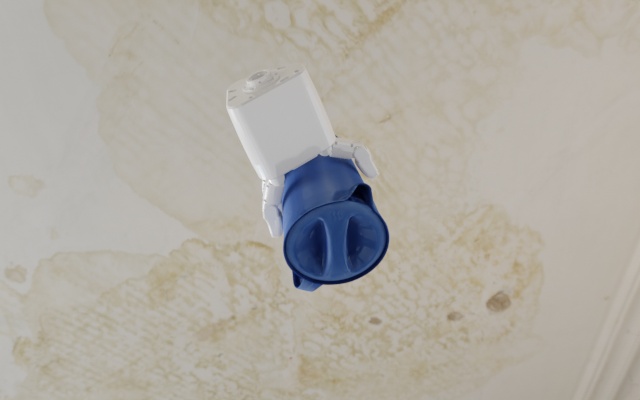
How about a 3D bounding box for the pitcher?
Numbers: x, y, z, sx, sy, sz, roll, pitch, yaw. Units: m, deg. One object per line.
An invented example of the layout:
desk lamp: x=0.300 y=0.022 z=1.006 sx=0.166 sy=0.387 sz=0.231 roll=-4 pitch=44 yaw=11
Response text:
pitcher: x=0.000 y=0.002 z=0.688 sx=0.149 sy=0.145 sz=0.242 roll=-22 pitch=33 yaw=6
